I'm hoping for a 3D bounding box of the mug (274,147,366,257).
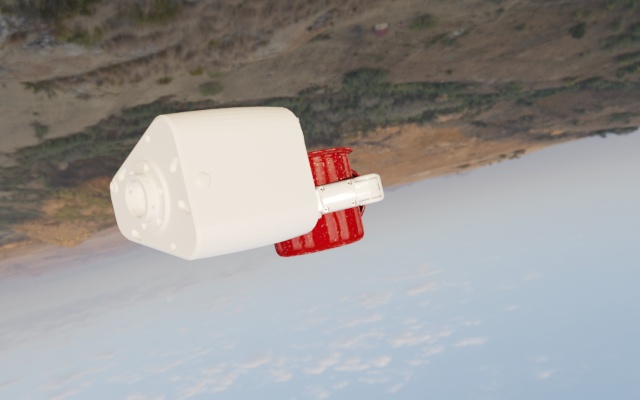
[{"bbox_3d":[0.001,0.001,0.438,0.093,0.081,0.117,-13,-1,43],"label":"mug"}]
